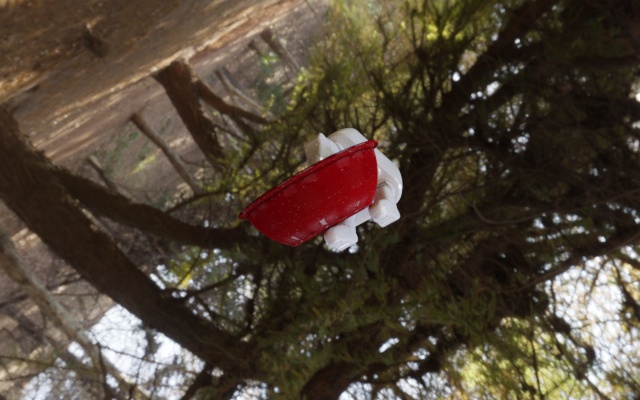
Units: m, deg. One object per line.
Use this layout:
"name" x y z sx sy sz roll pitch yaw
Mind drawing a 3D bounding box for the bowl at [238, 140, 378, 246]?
"bowl" 0.000 0.002 0.488 0.162 0.055 0.162 -28 -4 -2
